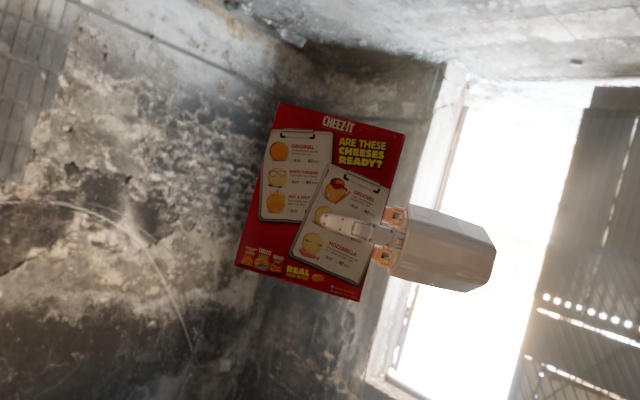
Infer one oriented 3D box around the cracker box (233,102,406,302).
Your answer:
[{"bbox_3d":[0.000,0.002,0.614,0.164,0.213,0.072,15,-1,3],"label":"cracker box"}]
